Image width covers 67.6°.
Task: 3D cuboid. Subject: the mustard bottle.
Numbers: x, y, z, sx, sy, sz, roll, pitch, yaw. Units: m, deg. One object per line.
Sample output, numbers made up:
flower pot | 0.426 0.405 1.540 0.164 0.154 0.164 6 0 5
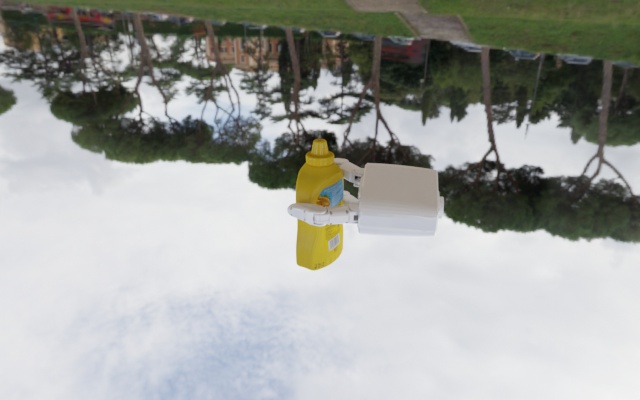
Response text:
mustard bottle | 0.000 0.003 0.716 0.058 0.192 0.096 15 28 30
